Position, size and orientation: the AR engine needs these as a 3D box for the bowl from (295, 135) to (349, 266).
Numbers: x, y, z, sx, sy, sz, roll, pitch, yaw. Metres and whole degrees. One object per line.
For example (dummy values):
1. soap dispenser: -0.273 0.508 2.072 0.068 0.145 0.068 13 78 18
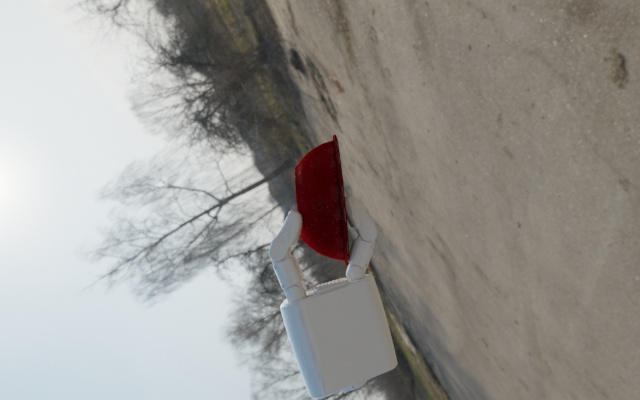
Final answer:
1. bowl: 0.000 0.001 0.587 0.055 0.162 0.162 -5 0 0
